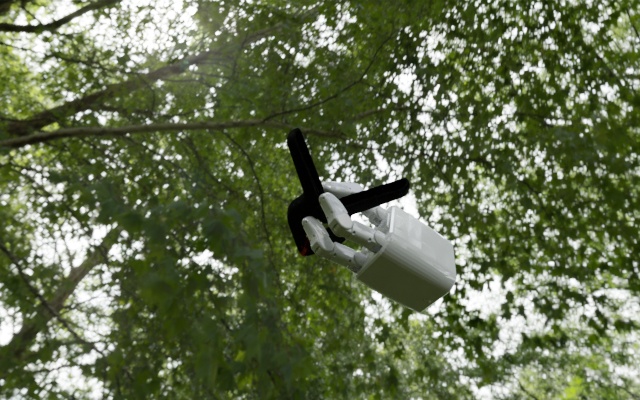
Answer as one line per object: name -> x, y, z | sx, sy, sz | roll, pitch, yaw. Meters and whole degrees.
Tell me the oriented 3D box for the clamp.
clamp -> 0.000, 0.002, 0.654 | 0.164, 0.036, 0.210 | 30, -45, -5
